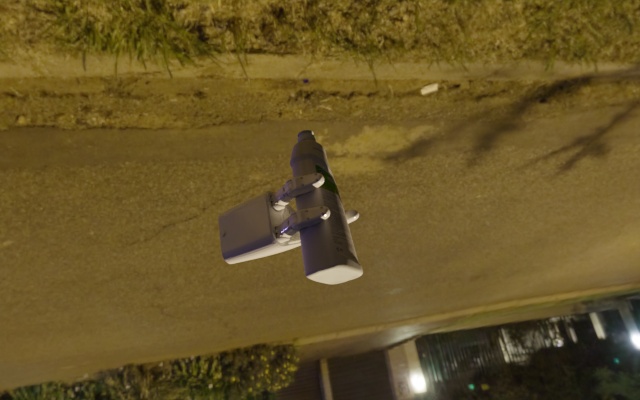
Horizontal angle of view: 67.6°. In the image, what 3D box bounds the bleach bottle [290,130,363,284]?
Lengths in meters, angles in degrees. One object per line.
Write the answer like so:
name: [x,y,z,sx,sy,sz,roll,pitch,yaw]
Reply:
bleach bottle: [0.000,0.003,0.772,0.068,0.250,0.102,-22,-26,24]
